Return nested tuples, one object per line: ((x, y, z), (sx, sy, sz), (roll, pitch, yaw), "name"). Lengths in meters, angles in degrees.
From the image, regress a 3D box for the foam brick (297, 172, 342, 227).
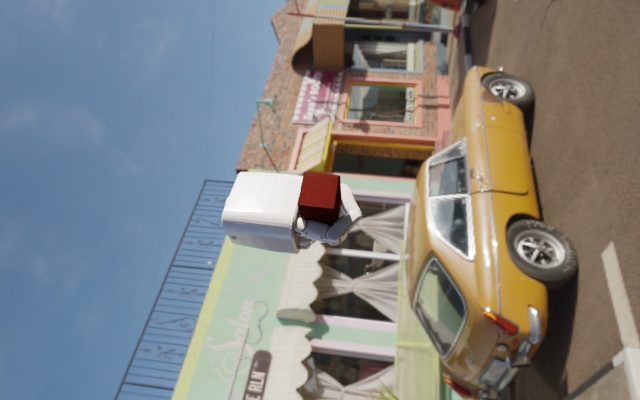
((0.000, 0.002, 0.668), (0.051, 0.053, 0.078), (8, -25, 8), "foam brick")
